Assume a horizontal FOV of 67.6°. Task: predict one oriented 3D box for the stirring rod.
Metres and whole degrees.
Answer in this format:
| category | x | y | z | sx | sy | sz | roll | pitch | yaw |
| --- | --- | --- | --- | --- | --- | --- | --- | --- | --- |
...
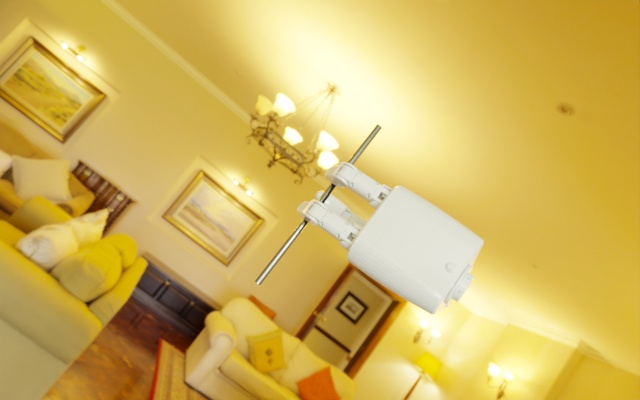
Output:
| category | x | y | z | sx | sy | sz | roll | pitch | yaw |
| --- | --- | --- | --- | --- | --- | --- | --- | --- | --- |
| stirring rod | 0.000 | 0.002 | 0.570 | 0.011 | 0.239 | 0.011 | 37 | -10 | 7 |
